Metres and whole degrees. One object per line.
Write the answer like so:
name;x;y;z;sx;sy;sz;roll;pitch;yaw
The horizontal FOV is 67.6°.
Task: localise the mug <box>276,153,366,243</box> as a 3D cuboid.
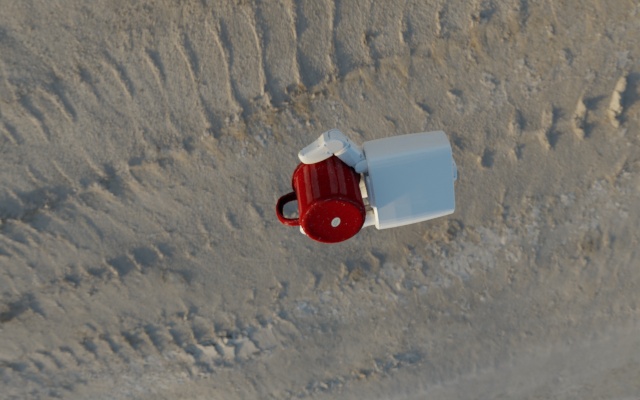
mug;-0.001;0.002;0.605;0.117;0.093;0.081;-12;42;3
